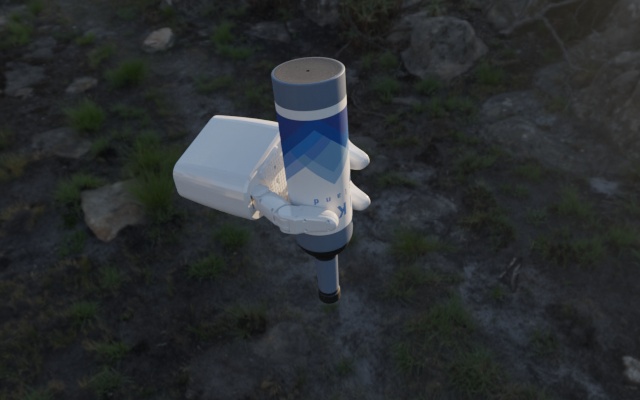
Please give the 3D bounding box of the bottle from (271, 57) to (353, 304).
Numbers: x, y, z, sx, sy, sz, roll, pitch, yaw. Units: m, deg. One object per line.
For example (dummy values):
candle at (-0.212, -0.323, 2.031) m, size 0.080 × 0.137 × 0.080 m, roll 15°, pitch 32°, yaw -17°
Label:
bottle at (0.000, 0.002, 0.513) m, size 0.069 × 0.296 × 0.069 m, roll -4°, pitch 36°, yaw 3°
